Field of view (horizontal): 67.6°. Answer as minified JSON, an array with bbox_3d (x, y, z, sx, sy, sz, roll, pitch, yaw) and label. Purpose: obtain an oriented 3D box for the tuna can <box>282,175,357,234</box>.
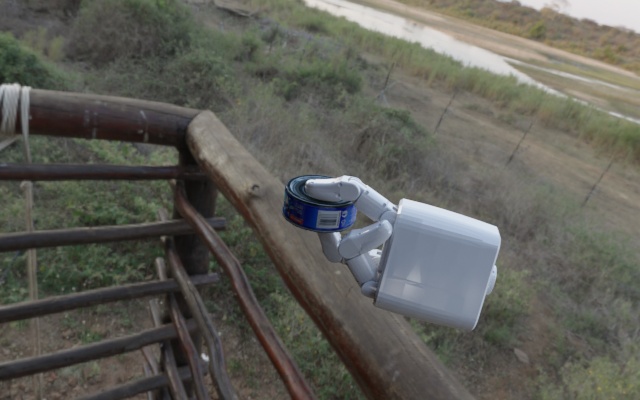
[{"bbox_3d":[0.000,0.001,0.544,0.086,0.034,0.086,7,25,-3],"label":"tuna can"}]
